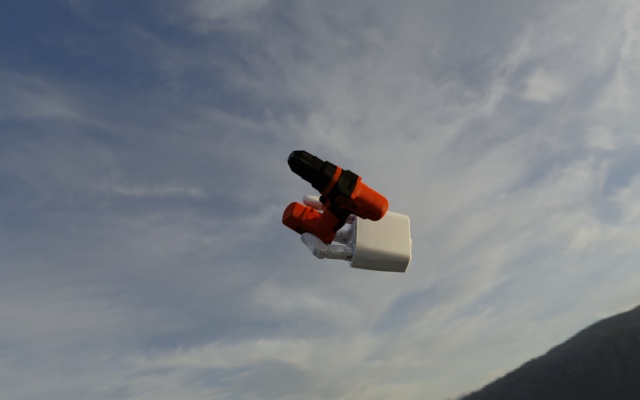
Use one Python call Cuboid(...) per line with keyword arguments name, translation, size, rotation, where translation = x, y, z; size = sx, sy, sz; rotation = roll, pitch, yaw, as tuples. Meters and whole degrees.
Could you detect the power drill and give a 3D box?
Cuboid(name="power drill", translation=(0.000, 0.003, 0.830), size=(0.184, 0.057, 0.188), rotation=(32, -33, -10))
